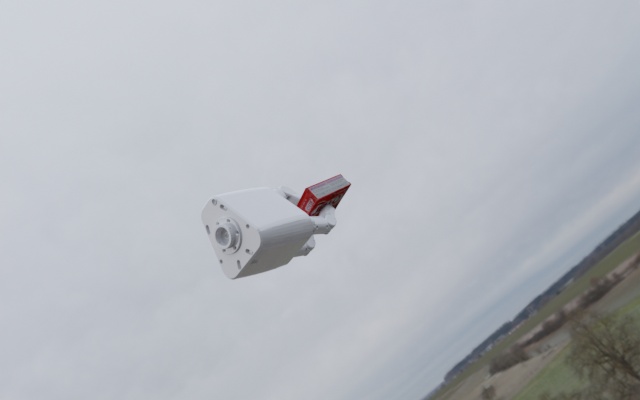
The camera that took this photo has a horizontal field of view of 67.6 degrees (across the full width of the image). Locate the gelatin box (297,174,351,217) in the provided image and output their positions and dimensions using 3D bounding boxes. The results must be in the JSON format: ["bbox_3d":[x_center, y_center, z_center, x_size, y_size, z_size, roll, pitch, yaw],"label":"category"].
[{"bbox_3d":[0.000,0.002,0.762,0.089,0.030,0.073,-26,-26,-45],"label":"gelatin box"}]
